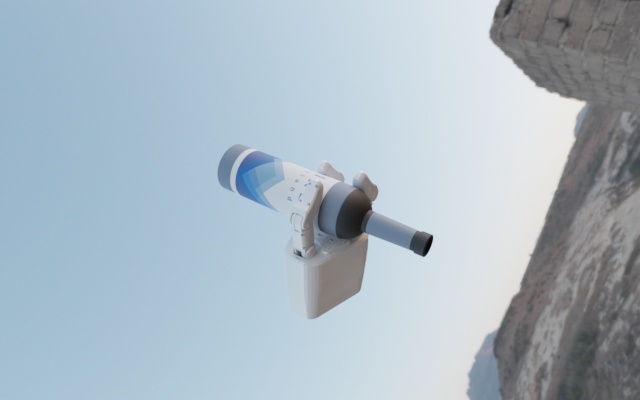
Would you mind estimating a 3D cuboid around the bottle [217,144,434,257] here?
[{"bbox_3d":[0.000,0.002,0.602,0.295,0.069,0.069,22,10,27],"label":"bottle"}]
